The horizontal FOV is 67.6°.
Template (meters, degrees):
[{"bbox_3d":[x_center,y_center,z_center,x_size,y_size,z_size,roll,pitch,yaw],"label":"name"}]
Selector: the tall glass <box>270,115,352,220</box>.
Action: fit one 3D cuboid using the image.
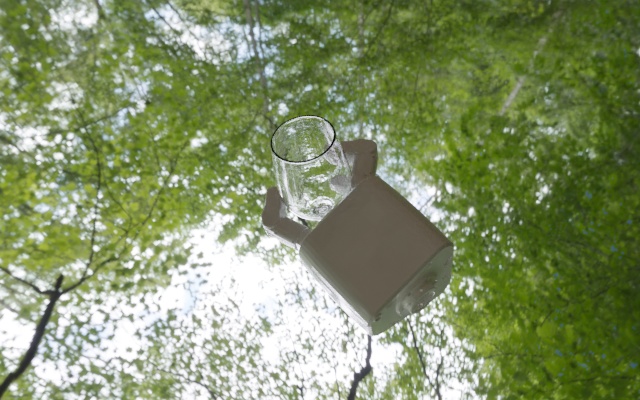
[{"bbox_3d":[0.000,0.002,0.519,0.079,0.079,0.201,0,-37,12],"label":"tall glass"}]
